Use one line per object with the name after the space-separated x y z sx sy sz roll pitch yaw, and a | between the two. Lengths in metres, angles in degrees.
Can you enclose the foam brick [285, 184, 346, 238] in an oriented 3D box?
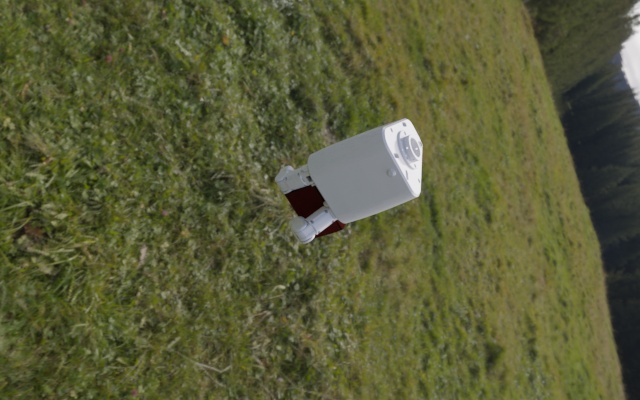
0.000 0.002 0.641 0.051 0.078 0.053 -19 24 33 | foam brick
